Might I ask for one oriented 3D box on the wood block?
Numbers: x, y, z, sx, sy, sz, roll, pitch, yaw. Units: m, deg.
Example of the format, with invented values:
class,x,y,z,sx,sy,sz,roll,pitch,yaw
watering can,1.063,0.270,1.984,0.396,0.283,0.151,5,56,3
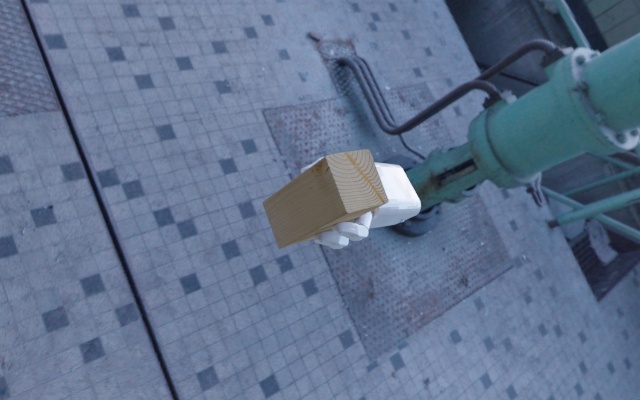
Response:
class,x,y,z,sx,sy,sz,roll,pitch,yaw
wood block,0.000,0.002,0.775,0.090,0.091,0.206,-13,-11,-37
